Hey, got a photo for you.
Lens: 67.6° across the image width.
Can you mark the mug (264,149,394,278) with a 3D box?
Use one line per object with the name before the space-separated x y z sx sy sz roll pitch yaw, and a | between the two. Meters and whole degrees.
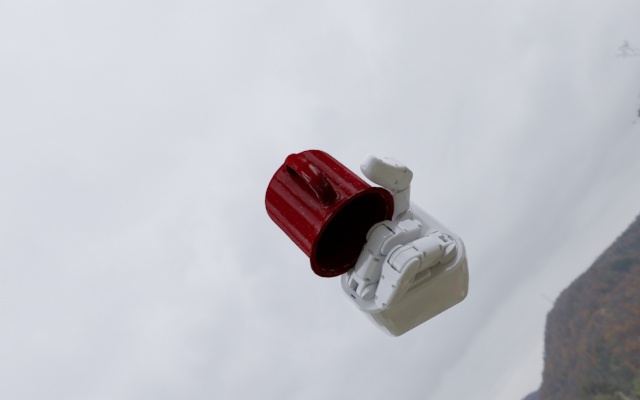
mug | -0.001 0.001 0.413 0.081 0.093 0.117 41 -9 35
